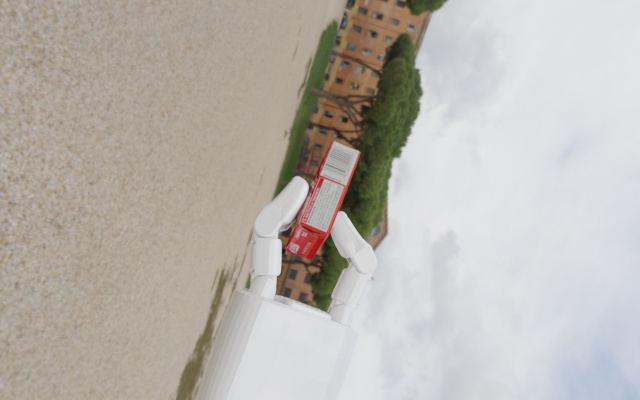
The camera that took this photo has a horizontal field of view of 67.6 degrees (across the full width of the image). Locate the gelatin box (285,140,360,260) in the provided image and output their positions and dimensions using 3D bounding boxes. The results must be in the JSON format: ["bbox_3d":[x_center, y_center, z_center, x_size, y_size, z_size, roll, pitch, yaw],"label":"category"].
[{"bbox_3d":[0.001,0.001,0.430,0.030,0.089,0.073,24,-24,-3],"label":"gelatin box"}]
